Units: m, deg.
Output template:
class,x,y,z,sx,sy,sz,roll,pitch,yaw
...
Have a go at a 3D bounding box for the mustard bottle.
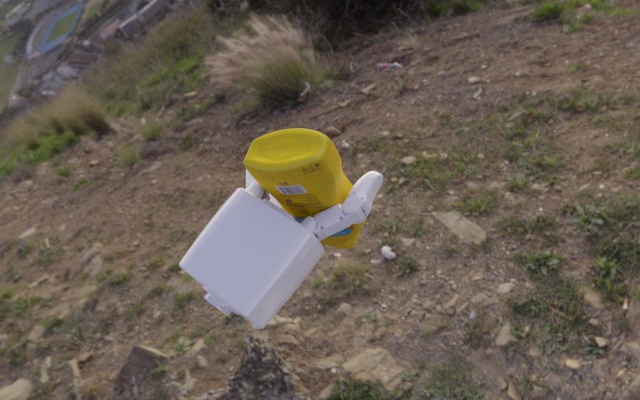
class,x,y,z,sx,sy,sz,roll,pitch,yaw
mustard bottle,0.000,0.001,0.541,0.096,0.058,0.192,-2,-35,28
